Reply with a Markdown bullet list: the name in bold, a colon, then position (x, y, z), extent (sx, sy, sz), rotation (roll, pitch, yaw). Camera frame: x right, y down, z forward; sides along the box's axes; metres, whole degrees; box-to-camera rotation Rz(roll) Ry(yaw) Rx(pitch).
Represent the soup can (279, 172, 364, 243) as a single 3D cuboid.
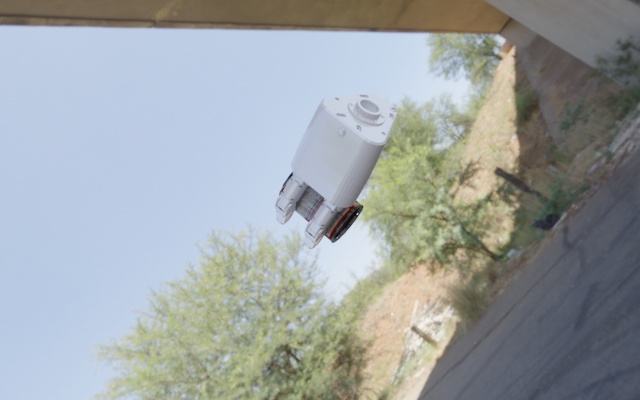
- **soup can**: position (0.000, 0.002, 0.674), extent (0.102, 0.068, 0.068), rotation (39, 10, 13)
